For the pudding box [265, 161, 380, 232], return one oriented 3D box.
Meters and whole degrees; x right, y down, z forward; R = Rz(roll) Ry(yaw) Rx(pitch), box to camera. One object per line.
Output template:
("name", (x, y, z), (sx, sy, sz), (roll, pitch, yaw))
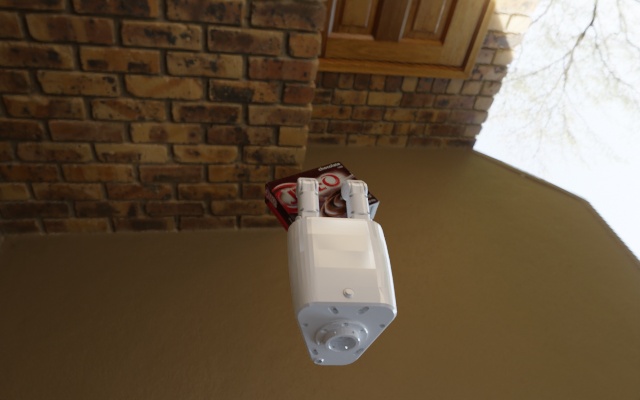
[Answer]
("pudding box", (0.000, 0.002, 0.587), (0.113, 0.039, 0.090), (-17, 48, -29))
